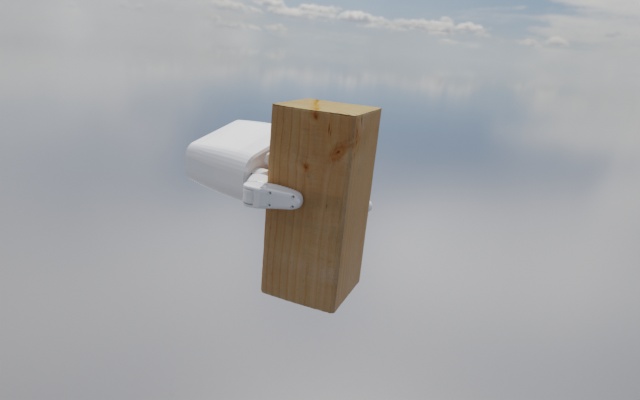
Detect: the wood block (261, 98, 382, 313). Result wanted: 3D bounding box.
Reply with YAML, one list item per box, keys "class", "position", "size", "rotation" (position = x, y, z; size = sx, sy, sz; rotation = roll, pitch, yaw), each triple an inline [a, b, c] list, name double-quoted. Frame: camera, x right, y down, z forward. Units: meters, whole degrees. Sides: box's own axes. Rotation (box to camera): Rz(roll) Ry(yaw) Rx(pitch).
- class: "wood block"
  position: [0.000, 0.002, 0.516]
  size: [0.090, 0.206, 0.091]
  rotation: [12, 19, 21]
